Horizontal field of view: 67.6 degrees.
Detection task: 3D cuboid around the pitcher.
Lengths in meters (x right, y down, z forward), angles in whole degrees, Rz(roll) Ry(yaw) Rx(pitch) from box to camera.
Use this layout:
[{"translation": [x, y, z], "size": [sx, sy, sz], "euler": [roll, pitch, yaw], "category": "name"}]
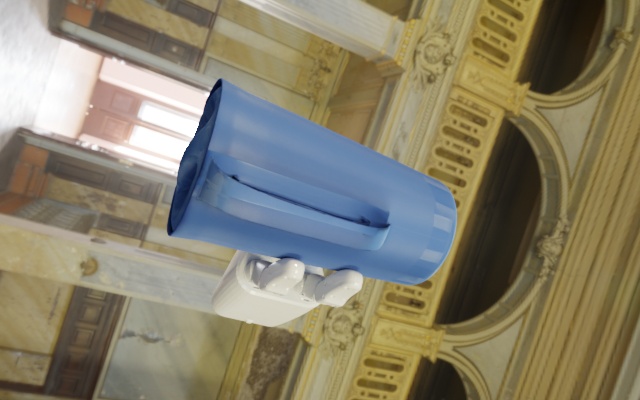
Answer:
[{"translation": [0.000, 0.001, 0.419], "size": [0.243, 0.149, 0.145], "euler": [18, -36, -21], "category": "pitcher"}]
